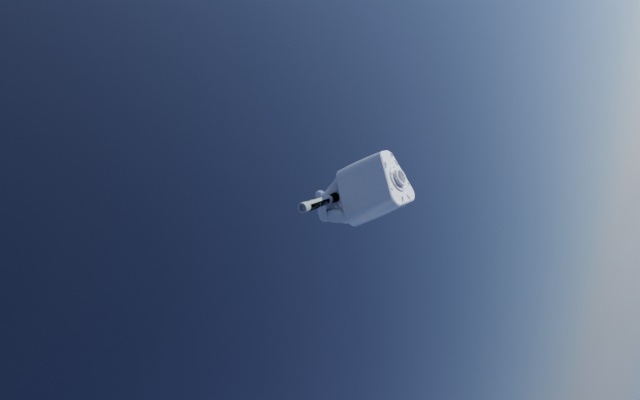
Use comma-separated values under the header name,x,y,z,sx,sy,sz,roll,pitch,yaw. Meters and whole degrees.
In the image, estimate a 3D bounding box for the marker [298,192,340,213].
name,x,y,z,sx,sy,sz,roll,pitch,yaw
marker,0.000,0.003,0.872,0.020,0.020,0.121,0,10,33
